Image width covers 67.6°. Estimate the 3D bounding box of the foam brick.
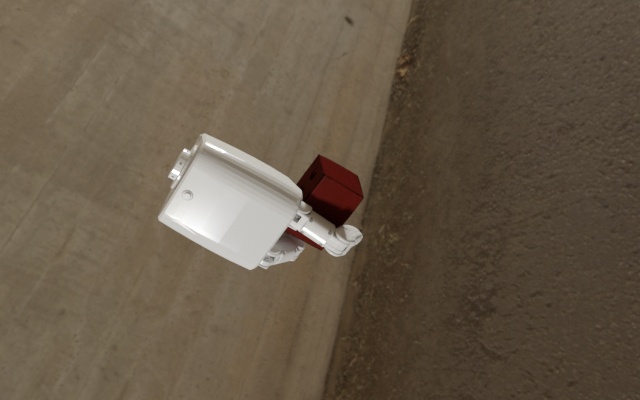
[{"bbox_3d":[0.000,0.001,0.499,0.051,0.078,0.053,31,21,-19],"label":"foam brick"}]
